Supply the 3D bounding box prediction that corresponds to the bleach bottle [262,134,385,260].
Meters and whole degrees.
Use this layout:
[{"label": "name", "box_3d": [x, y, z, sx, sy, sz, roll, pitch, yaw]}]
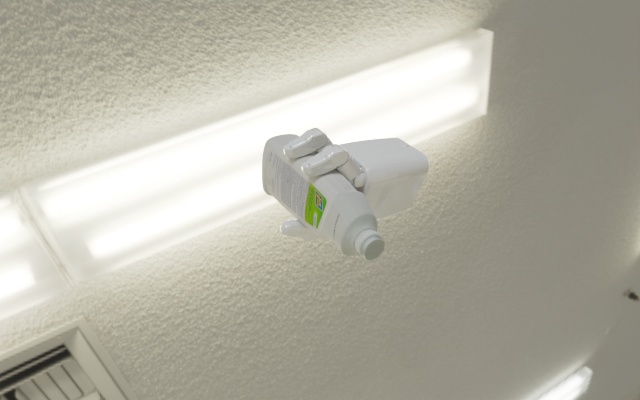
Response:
[{"label": "bleach bottle", "box_3d": [0.000, 0.002, 0.628, 0.068, 0.103, 0.250, -13, 35, -26]}]
